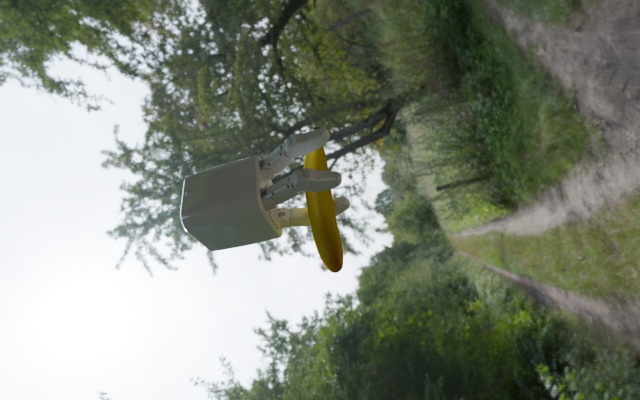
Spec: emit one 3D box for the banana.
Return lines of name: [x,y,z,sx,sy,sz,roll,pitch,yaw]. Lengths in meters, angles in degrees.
banana: [0.001,0.006,0.623,0.037,0.197,0.070,-9,-23,-1]
